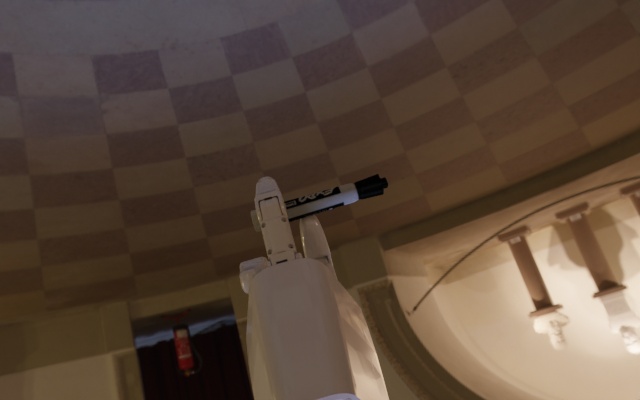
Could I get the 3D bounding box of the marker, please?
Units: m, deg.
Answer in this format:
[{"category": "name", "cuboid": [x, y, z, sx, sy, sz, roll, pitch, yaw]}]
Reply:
[{"category": "marker", "cuboid": [0.000, 0.001, 0.414, 0.121, 0.020, 0.020, -16, 1, -3]}]
